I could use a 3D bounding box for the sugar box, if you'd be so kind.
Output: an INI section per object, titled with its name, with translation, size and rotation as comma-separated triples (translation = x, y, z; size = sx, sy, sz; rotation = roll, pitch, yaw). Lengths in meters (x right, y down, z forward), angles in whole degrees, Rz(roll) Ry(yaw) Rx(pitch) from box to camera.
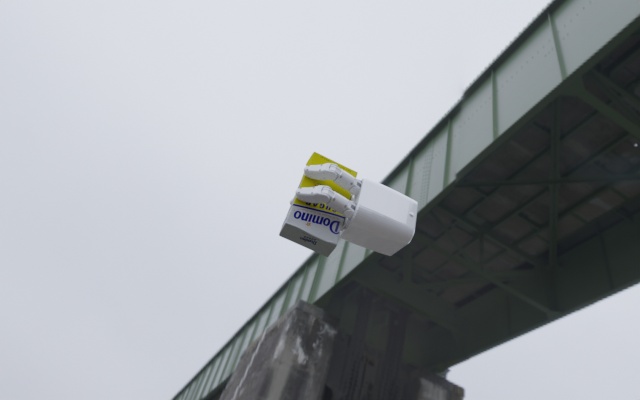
[sugar box]
translation = 0.000, 0.002, 0.824
size = 0.093, 0.176, 0.048
rotation = 24, -43, -7
